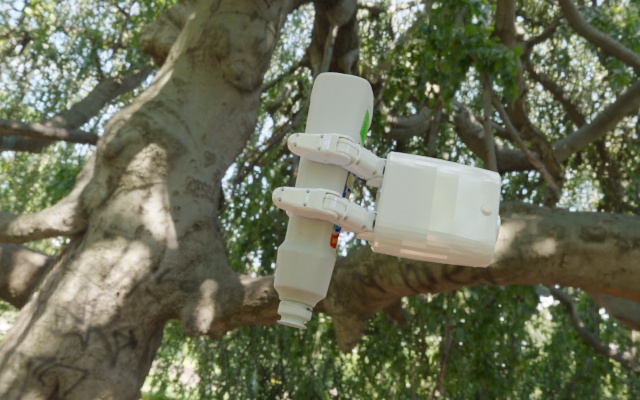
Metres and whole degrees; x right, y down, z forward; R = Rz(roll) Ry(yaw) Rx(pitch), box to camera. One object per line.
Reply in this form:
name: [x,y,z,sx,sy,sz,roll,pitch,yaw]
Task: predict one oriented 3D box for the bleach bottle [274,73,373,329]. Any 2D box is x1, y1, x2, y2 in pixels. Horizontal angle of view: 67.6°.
bleach bottle: [0.000,0.001,0.484,0.068,0.250,0.103,10,-20,7]
